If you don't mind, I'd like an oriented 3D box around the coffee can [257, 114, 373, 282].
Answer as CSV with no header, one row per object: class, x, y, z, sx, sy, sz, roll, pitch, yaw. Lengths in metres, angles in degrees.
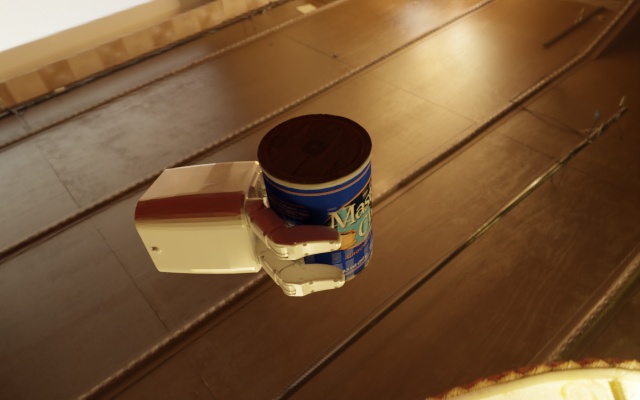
coffee can,0.000,0.001,0.471,0.103,0.140,0.102,-3,43,3
